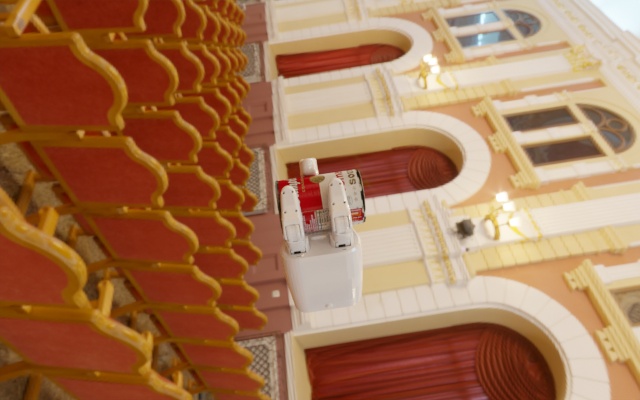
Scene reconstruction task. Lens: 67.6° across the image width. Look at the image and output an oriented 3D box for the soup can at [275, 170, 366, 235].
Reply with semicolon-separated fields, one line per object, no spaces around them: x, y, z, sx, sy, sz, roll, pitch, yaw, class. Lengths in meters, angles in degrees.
0.000;0.001;0.582;0.102;0.068;0.068;-8;0;-1;soup can
